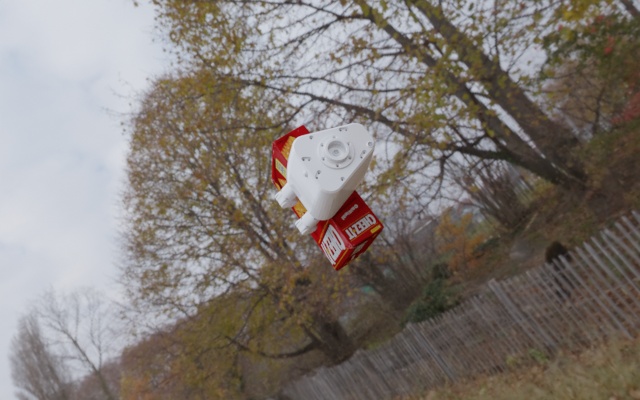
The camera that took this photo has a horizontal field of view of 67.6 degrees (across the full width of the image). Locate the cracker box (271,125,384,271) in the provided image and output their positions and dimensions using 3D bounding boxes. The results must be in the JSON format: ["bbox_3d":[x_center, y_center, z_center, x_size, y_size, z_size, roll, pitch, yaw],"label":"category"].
[{"bbox_3d":[0.000,0.002,0.812,0.072,0.213,0.164,-33,-13,-17],"label":"cracker box"}]
